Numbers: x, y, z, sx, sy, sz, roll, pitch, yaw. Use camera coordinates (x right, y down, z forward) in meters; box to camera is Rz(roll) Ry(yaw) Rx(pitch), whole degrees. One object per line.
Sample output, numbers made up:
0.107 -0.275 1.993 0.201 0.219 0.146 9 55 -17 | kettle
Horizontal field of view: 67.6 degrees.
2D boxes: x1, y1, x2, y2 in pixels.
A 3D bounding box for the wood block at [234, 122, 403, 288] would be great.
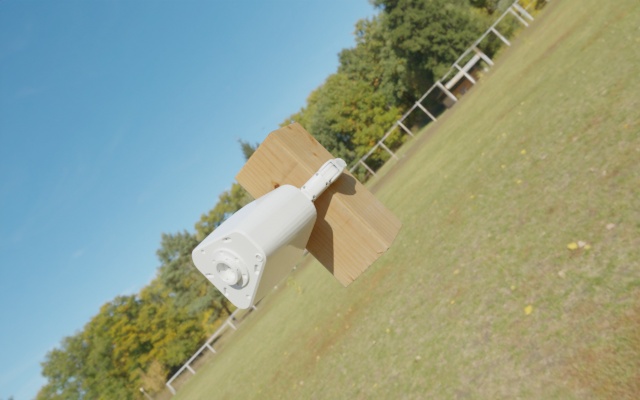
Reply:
0.000 0.002 0.644 0.091 0.206 0.090 -47 -3 27 | wood block
